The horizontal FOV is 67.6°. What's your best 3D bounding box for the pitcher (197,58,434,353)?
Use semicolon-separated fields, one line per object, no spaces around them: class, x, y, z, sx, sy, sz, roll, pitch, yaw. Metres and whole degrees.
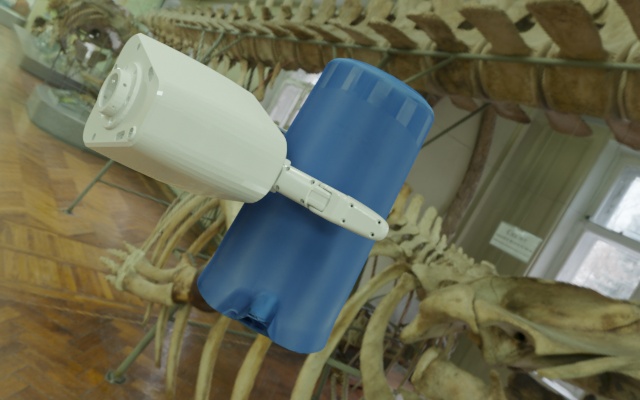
pitcher;0.000;0.001;0.447;0.145;0.243;0.149;24;6;-43
